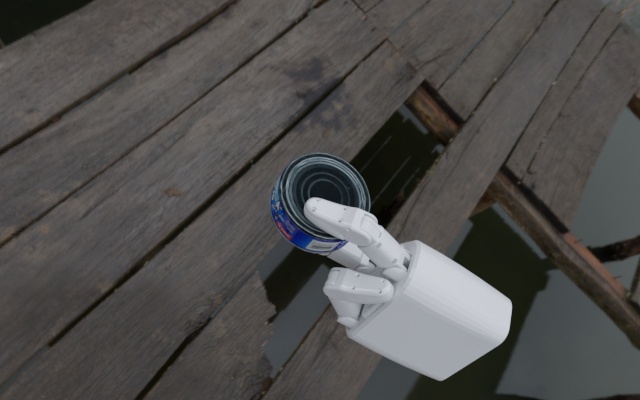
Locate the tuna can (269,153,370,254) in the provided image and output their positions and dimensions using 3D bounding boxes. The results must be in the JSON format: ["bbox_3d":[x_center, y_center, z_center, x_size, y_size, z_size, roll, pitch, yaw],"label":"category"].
[{"bbox_3d":[0.000,0.001,0.423,0.086,0.086,0.034,0,-24,-22],"label":"tuna can"}]
